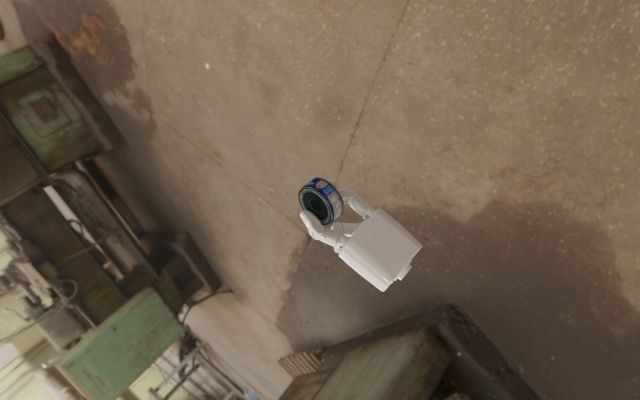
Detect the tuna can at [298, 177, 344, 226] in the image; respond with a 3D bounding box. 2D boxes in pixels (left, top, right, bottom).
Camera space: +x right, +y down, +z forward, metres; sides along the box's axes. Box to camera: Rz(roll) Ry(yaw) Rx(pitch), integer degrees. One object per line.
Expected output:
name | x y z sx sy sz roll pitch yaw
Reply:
tuna can | 0.000 0.003 0.871 0.033 0.086 0.086 -38 23 -34
